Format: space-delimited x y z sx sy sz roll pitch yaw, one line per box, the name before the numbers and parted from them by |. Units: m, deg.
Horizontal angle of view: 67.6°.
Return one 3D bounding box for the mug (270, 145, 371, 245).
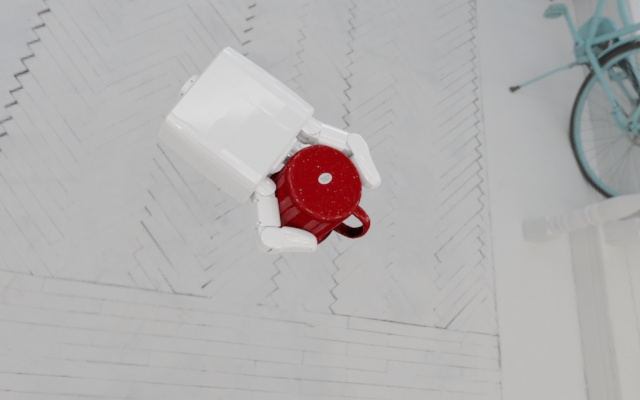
mug | 0.001 0.002 0.493 0.117 0.093 0.081 36 -29 -8
